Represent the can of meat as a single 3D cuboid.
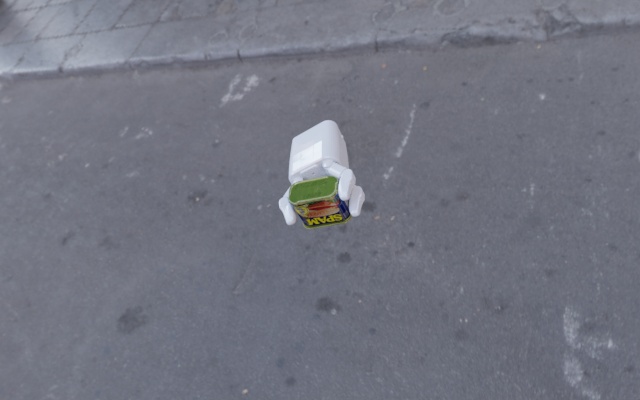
[{"bbox_3d":[0.000,0.003,0.891,0.102,0.057,0.084,-10,-39,18],"label":"can of meat"}]
